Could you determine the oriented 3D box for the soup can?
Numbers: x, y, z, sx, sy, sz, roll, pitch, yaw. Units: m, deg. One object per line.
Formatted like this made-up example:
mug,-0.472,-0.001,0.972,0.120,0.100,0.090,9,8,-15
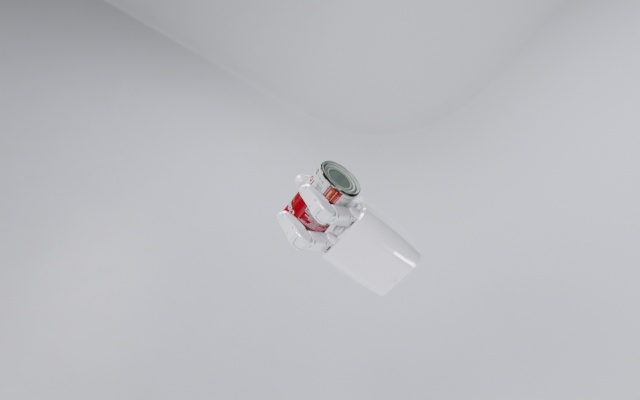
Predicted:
soup can,0.000,0.002,0.673,0.068,0.068,0.102,0,-42,-50
